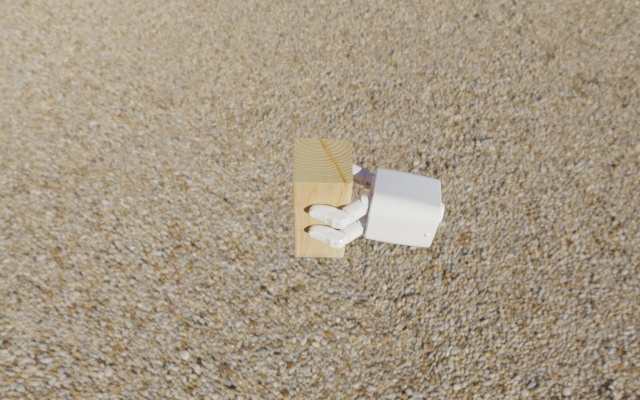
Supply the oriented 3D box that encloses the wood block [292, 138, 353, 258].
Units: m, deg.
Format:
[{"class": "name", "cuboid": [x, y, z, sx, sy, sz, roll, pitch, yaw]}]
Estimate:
[{"class": "wood block", "cuboid": [0.001, 0.002, 0.785, 0.090, 0.090, 0.206, 1, -38, -1]}]
